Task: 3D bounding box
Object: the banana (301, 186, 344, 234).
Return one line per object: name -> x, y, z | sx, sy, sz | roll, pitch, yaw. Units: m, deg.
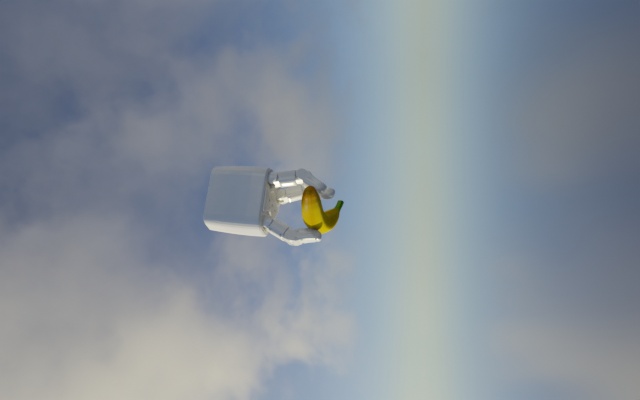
banana -> -0.002, 0.021, 0.802 | 0.037, 0.069, 0.198 | 8, -4, 15
